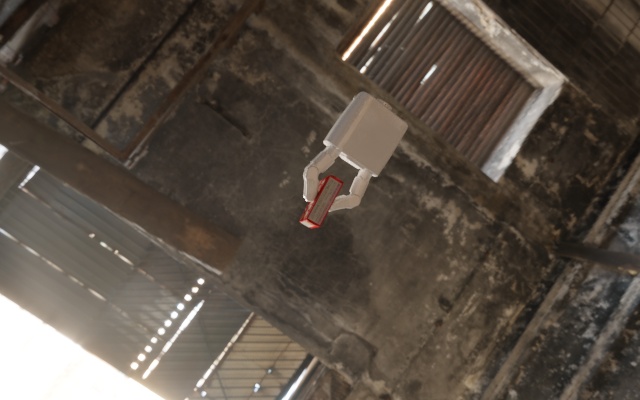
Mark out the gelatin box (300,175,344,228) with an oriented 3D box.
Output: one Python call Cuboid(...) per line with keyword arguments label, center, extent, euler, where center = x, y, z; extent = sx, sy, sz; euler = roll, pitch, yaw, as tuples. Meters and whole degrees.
Cuboid(label="gelatin box", center=(0.000, 0.003, 0.826), extent=(0.030, 0.089, 0.073), euler=(29, -10, -8))
